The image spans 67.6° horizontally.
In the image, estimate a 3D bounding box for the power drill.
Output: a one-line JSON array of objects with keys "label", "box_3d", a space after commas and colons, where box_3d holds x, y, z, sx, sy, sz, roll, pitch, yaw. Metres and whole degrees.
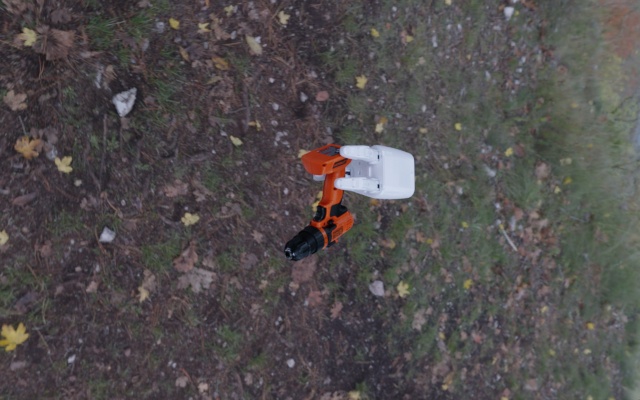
[{"label": "power drill", "box_3d": [0.000, 0.002, 0.863, 0.057, 0.188, 0.184, 20, 30, 29]}]
